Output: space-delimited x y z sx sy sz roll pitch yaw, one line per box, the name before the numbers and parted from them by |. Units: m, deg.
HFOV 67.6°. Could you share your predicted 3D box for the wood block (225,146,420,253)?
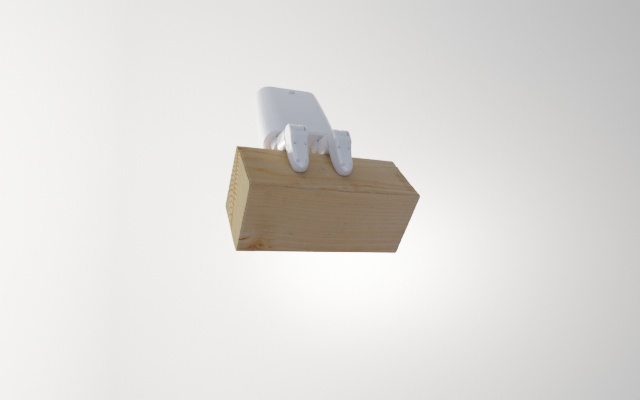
wood block | 0.000 0.002 0.576 0.206 0.091 0.090 3 33 -22
